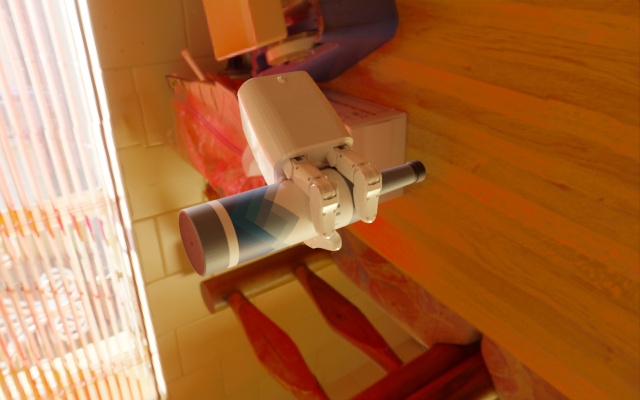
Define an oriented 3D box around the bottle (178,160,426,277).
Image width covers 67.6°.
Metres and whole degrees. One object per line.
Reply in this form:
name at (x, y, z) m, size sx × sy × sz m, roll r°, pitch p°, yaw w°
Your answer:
bottle at (0.000, 0.002, 0.521) m, size 0.295 × 0.069 × 0.069 m, roll -18°, pitch 9°, yaw -30°
